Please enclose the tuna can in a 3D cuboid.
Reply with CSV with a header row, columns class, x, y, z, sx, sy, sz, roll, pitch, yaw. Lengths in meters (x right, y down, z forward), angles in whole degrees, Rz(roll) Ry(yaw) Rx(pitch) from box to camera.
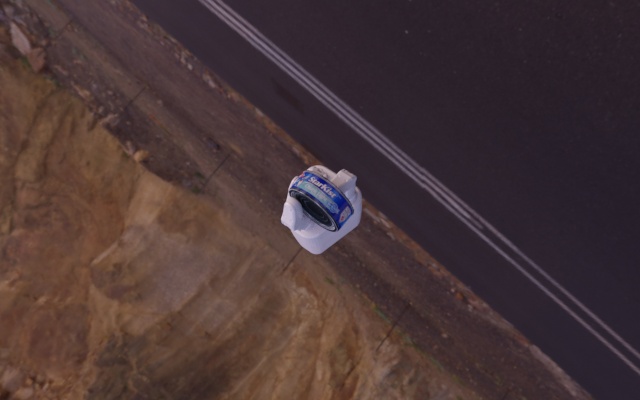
class,x,y,z,sx,sy,sz,roll,pitch,yaw
tuna can,0.000,0.002,0.621,0.086,0.033,0.086,37,-17,13
